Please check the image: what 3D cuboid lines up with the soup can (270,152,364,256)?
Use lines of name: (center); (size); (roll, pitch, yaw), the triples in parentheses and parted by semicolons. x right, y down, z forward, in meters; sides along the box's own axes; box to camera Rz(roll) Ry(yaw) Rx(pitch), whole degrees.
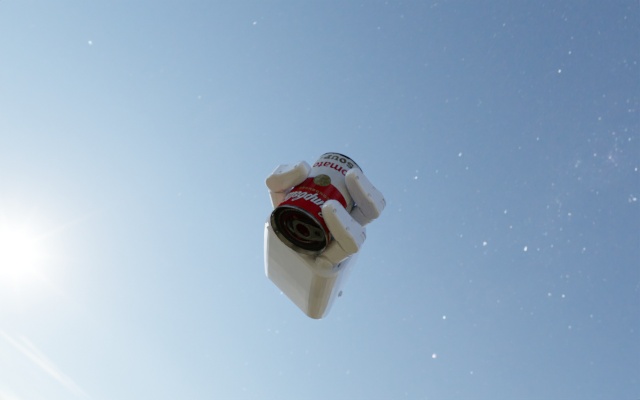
soup can: (0.000, 0.001, 0.526); (0.068, 0.068, 0.102); (0, 38, 36)
